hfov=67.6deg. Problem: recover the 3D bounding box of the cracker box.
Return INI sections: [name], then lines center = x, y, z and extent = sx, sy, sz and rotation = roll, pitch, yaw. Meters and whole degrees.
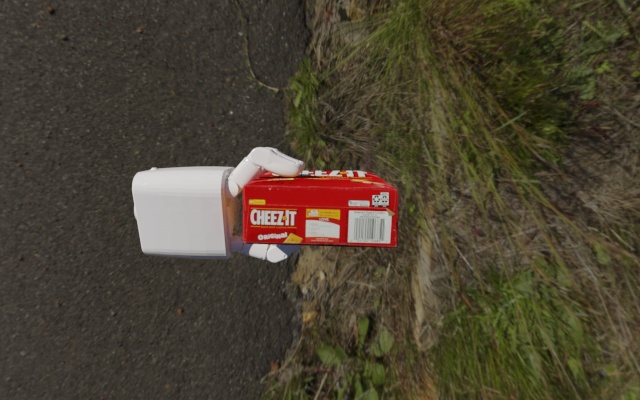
[cracker box]
center = 0.000, 0.002, 0.596
extent = 0.164, 0.072, 0.213
rotation = 1, 8, 0
